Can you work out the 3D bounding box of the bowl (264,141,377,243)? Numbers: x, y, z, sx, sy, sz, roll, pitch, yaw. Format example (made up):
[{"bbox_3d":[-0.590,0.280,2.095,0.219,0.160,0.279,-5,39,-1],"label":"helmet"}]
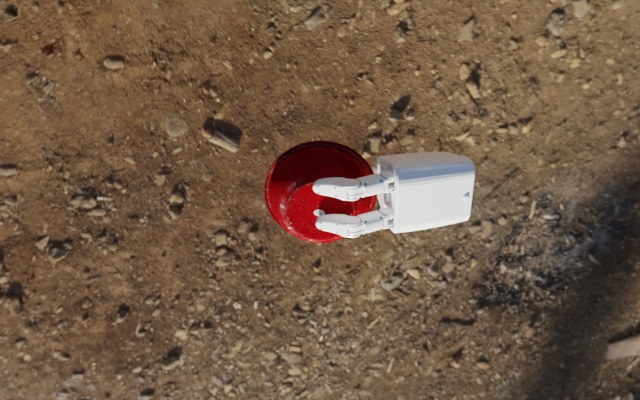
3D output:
[{"bbox_3d":[-0.001,0.003,0.656,0.162,0.162,0.055,0,29,1],"label":"bowl"}]
